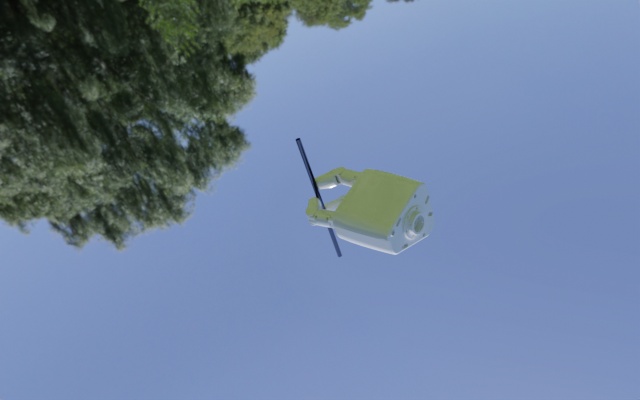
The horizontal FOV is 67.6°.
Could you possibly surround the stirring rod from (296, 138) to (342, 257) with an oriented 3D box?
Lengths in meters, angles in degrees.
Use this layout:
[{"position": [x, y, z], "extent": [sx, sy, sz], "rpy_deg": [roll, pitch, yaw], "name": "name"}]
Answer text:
[{"position": [0.000, 0.003, 0.795], "extent": [0.011, 0.240, 0.011], "rpy_deg": [-14, 32, 9], "name": "stirring rod"}]
